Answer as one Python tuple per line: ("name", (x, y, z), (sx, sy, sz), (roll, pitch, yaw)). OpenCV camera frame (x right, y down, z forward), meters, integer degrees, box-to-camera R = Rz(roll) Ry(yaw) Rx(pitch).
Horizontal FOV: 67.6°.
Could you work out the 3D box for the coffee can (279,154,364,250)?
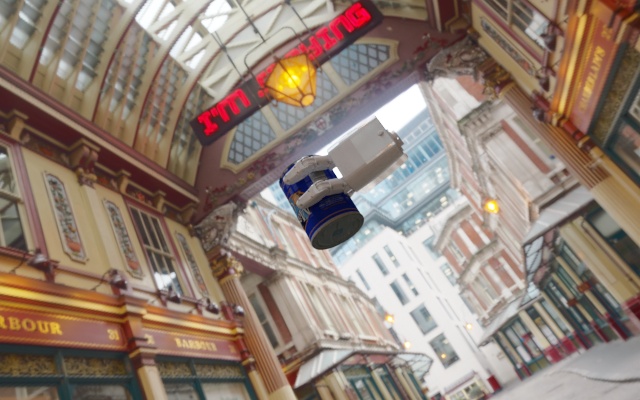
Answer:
("coffee can", (0.000, 0.003, 0.857), (0.103, 0.140, 0.103), (-23, -28, -13))
